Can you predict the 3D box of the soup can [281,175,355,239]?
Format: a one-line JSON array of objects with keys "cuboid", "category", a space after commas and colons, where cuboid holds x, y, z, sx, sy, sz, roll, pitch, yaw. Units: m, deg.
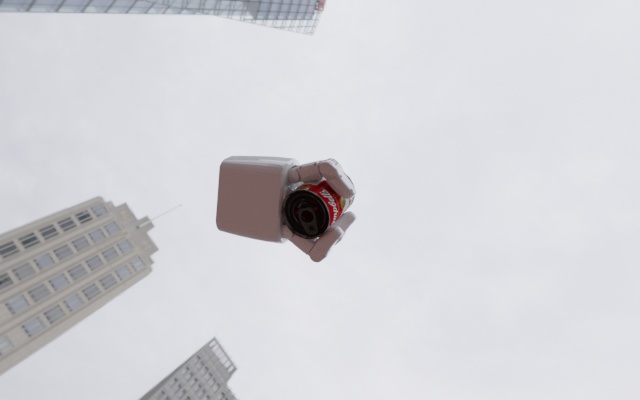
[{"cuboid": [0.001, 0.002, 0.651, 0.068, 0.068, 0.102, 0, 19, 25], "category": "soup can"}]
